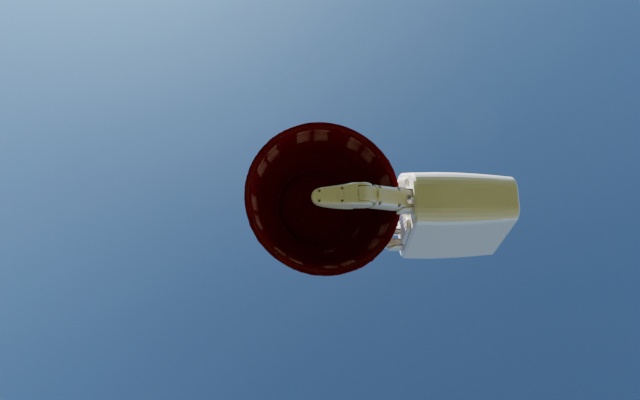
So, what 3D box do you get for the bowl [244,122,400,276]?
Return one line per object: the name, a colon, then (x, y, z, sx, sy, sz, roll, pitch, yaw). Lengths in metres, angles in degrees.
bowl: (-0.001, 0.001, 0.508, 0.162, 0.162, 0.055, 0, -14, -9)
